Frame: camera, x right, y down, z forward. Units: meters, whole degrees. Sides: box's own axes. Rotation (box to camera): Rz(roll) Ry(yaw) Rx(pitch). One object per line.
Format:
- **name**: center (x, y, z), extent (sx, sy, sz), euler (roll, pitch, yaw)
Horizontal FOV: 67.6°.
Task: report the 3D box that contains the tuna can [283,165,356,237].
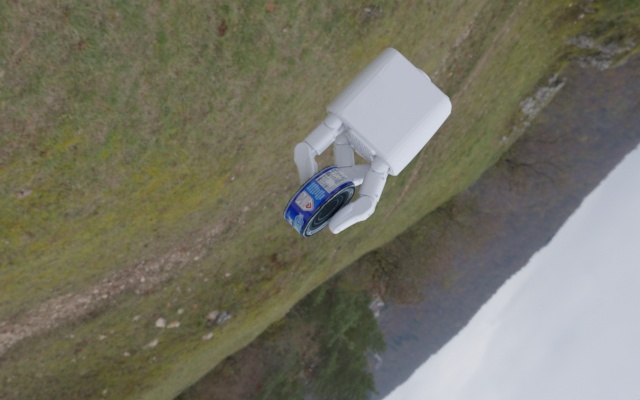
- **tuna can**: center (0.000, 0.002, 0.547), extent (0.033, 0.086, 0.086), euler (45, 15, 15)
